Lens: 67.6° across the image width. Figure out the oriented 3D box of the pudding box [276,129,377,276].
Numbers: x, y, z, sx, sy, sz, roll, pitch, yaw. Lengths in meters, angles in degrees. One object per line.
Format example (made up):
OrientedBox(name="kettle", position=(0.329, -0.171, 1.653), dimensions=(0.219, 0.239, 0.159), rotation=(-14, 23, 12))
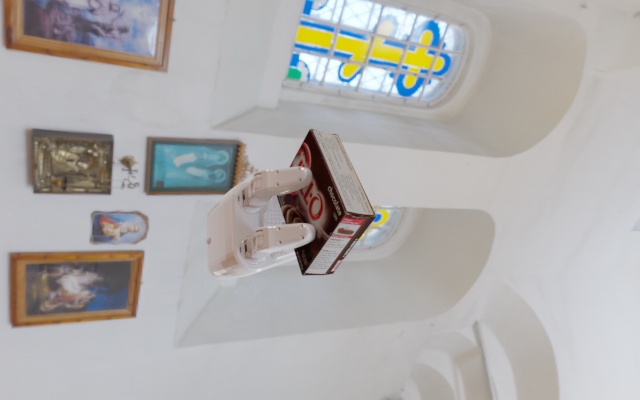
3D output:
OrientedBox(name="pudding box", position=(0.000, 0.002, 0.459), dimensions=(0.039, 0.113, 0.090), rotation=(4, -45, -31))
